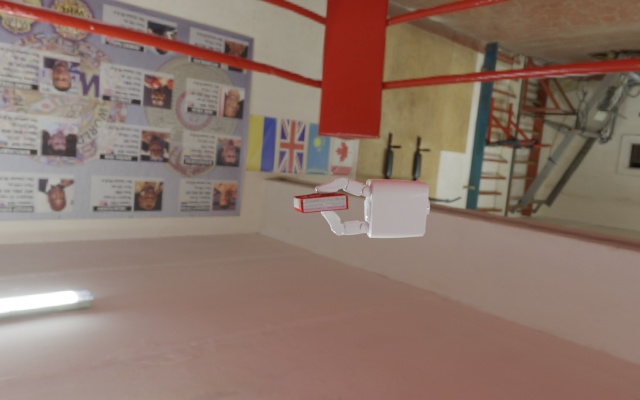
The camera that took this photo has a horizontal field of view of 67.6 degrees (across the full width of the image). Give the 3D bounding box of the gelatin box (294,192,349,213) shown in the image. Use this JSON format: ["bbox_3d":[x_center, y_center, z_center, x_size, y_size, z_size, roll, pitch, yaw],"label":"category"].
[{"bbox_3d":[0.000,0.003,0.892,0.089,0.030,0.073,-6,6,-14],"label":"gelatin box"}]
